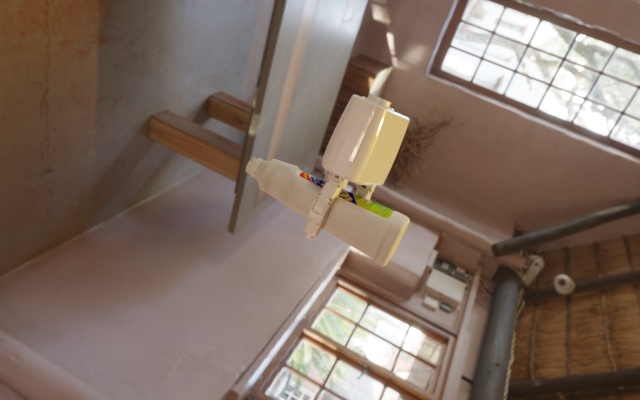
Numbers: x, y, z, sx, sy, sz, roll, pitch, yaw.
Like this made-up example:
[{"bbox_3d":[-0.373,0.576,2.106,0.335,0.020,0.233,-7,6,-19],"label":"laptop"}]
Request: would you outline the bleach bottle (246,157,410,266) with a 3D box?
[{"bbox_3d":[0.000,0.002,0.693,0.251,0.068,0.102,27,15,13],"label":"bleach bottle"}]
